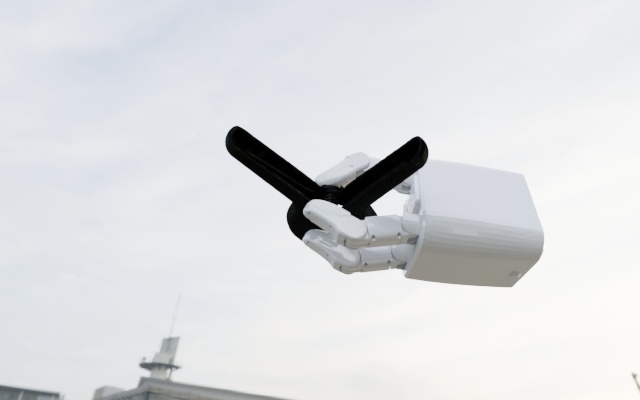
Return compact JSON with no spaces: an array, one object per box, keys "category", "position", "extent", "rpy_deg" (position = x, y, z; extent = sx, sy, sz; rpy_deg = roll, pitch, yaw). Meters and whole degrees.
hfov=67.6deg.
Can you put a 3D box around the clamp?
[{"category":"clamp","position":[0.000,0.001,0.457],"extent":[0.164,0.036,0.210],"rpy_deg":[9,-32,3]}]
